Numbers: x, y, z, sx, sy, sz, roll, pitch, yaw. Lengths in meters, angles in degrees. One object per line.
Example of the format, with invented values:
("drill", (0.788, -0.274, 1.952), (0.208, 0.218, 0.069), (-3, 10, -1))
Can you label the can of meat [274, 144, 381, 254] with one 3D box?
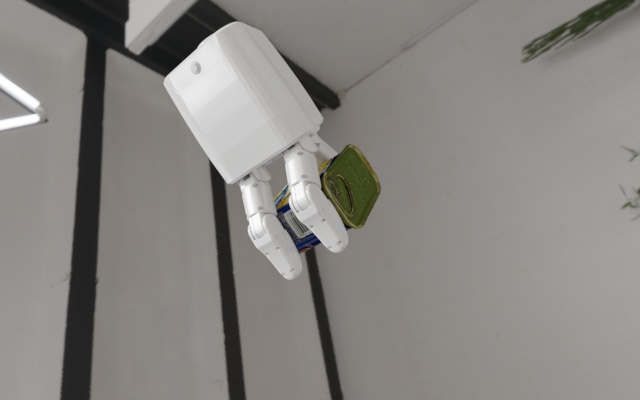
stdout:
("can of meat", (0.000, 0.002, 0.449), (0.084, 0.057, 0.102), (-28, 13, 30))
